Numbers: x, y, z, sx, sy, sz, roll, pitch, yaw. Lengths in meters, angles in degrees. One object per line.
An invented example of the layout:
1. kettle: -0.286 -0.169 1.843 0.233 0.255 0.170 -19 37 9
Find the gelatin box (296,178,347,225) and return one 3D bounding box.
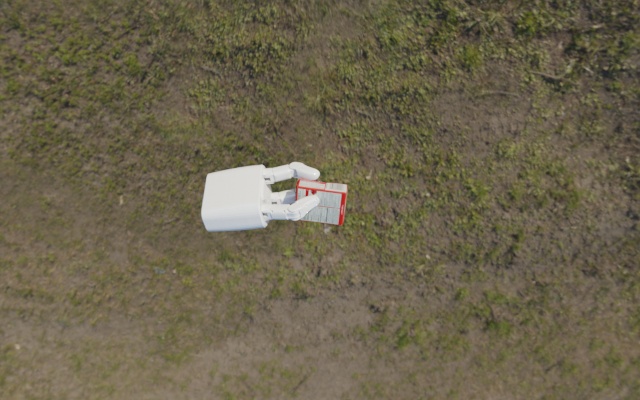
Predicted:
1. gelatin box: 0.000 0.003 0.846 0.089 0.073 0.030 7 36 4
